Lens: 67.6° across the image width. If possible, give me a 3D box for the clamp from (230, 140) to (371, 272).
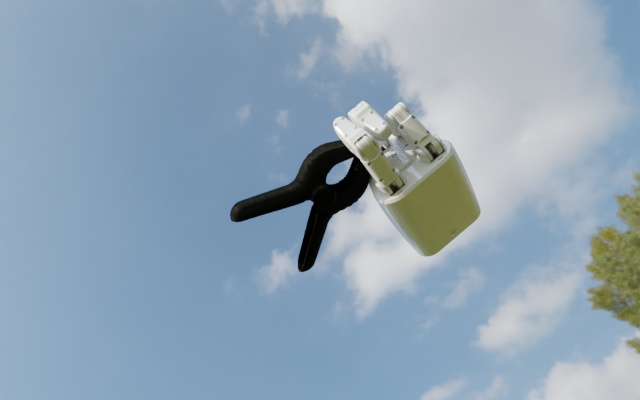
[{"bbox_3d":[0.000,0.001,0.528,0.171,0.120,0.039,-37,36,3],"label":"clamp"}]
